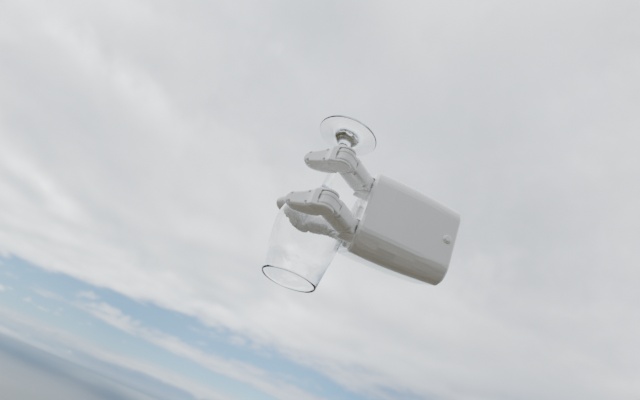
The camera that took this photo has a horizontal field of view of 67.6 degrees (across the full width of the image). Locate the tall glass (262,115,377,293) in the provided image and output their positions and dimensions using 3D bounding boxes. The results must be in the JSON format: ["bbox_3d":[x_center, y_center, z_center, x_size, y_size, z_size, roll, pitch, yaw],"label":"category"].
[{"bbox_3d":[0.000,0.001,0.548,0.079,0.201,0.079,18,-27,10],"label":"tall glass"}]
